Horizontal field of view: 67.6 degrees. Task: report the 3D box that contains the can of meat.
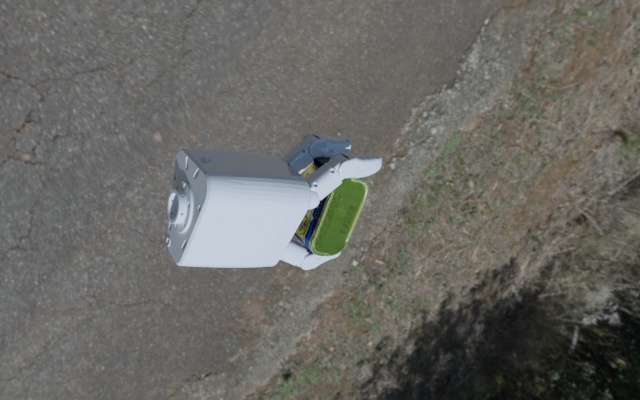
[{"bbox_3d":[0.000,0.002,0.544,0.057,0.102,0.084,8,20,-38],"label":"can of meat"}]
